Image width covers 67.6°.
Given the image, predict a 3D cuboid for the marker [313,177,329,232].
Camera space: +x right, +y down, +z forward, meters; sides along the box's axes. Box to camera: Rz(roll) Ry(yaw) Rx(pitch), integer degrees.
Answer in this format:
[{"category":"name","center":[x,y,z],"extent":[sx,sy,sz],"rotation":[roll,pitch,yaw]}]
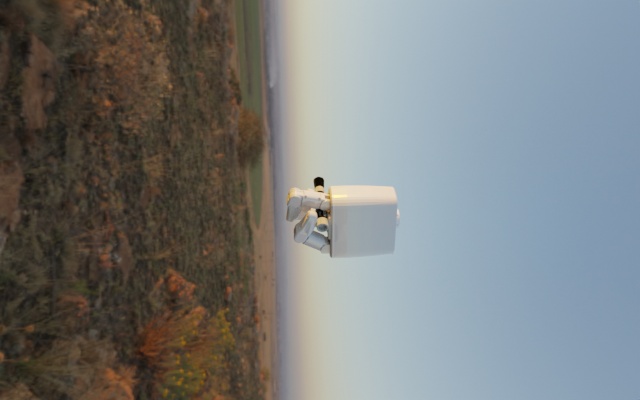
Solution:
[{"category":"marker","center":[0.000,0.003,0.779],"extent":[0.020,0.020,0.121],"rotation":[0,41,-4]}]
